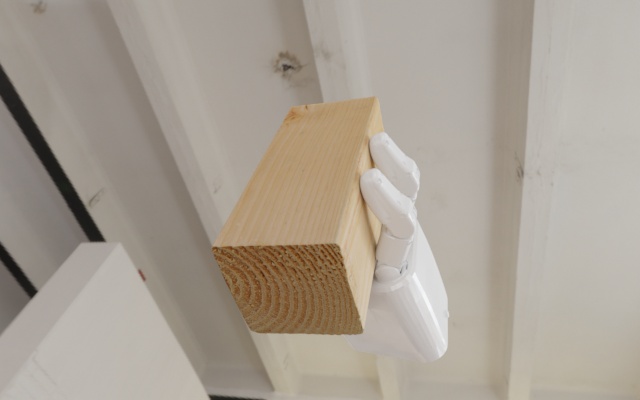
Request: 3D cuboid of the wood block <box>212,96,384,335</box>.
[{"bbox_3d":[0.000,0.002,0.403,0.091,0.090,0.206,-4,35,18],"label":"wood block"}]
